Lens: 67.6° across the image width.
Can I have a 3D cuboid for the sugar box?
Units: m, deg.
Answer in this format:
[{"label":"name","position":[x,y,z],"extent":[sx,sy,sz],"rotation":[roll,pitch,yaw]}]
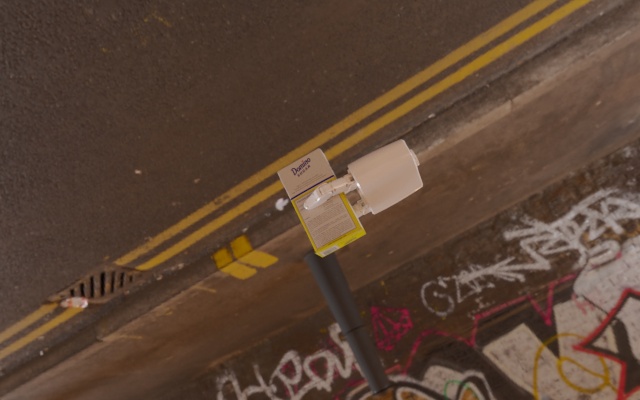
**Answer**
[{"label":"sugar box","position":[0.000,0.003,0.863],"extent":[0.093,0.176,0.048],"rotation":[-28,-23,6]}]
